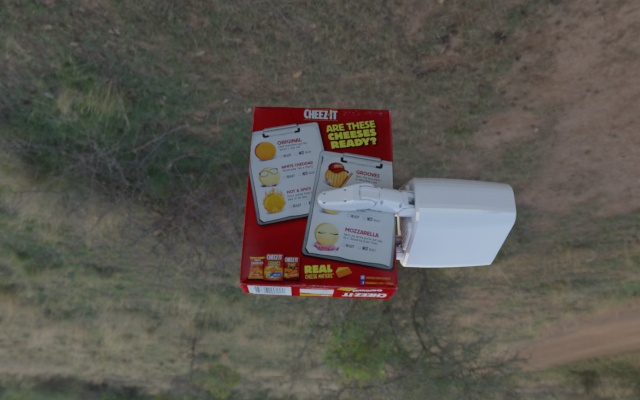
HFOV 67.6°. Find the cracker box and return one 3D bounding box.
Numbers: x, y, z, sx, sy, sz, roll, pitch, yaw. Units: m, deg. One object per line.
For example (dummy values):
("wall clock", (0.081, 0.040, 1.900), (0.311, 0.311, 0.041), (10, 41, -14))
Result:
("cracker box", (0.000, 0.002, 0.548), (0.164, 0.213, 0.072), (2, -23, -1))
